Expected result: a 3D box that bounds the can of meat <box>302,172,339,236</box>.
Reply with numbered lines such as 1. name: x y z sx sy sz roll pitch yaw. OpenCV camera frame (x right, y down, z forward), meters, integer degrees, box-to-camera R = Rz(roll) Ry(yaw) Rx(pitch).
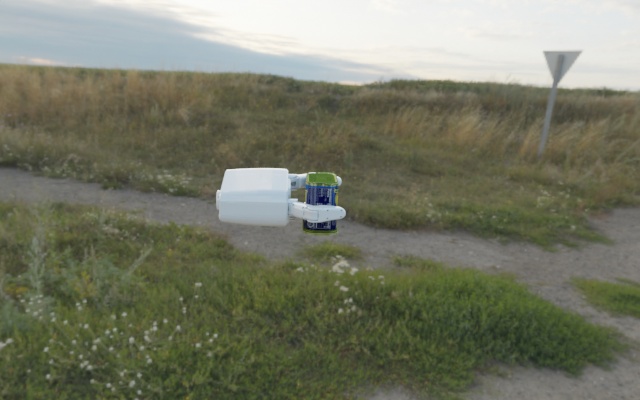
1. can of meat: 0.000 0.002 0.783 0.057 0.084 0.102 2 13 -2
